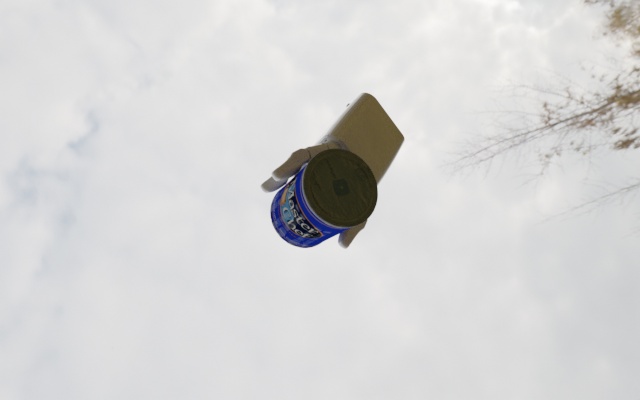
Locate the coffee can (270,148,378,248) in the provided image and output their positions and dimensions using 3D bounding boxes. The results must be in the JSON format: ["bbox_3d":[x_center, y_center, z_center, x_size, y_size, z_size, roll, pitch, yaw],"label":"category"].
[{"bbox_3d":[0.000,0.002,0.651,0.103,0.102,0.140,0,-16,-23],"label":"coffee can"}]
